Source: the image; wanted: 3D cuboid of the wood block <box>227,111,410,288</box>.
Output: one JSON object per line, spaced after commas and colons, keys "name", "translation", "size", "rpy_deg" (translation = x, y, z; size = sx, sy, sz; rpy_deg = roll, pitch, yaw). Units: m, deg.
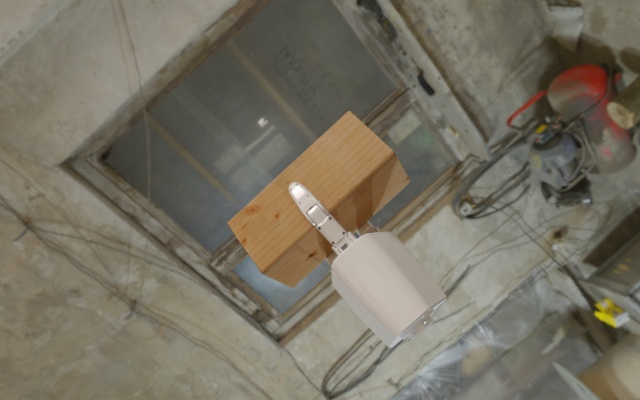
{"name": "wood block", "translation": [0.000, 0.002, 0.601], "size": [0.090, 0.206, 0.091], "rpy_deg": [49, 3, 31]}
